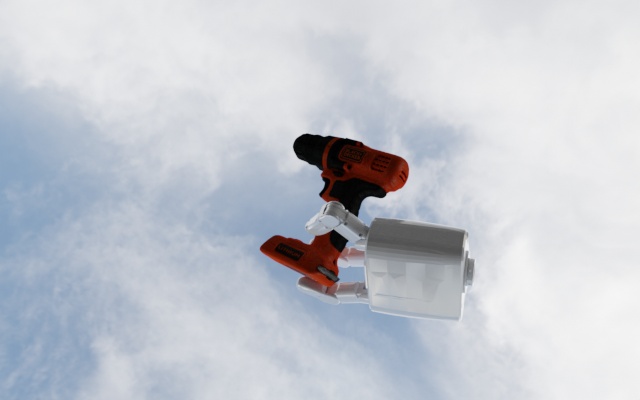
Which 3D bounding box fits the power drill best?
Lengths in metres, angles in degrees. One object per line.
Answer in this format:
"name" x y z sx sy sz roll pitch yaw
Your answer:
"power drill" 0.000 0.003 0.618 0.184 0.187 0.057 20 -13 40
